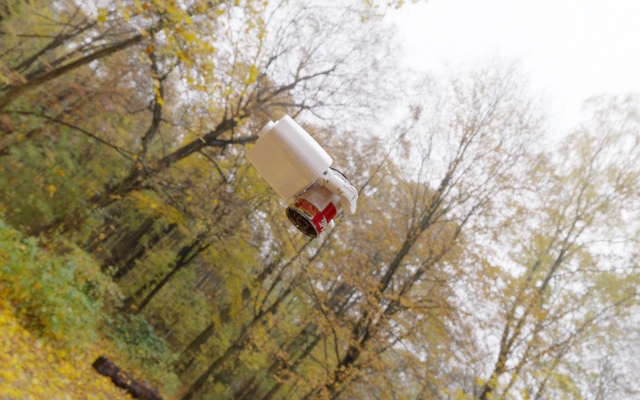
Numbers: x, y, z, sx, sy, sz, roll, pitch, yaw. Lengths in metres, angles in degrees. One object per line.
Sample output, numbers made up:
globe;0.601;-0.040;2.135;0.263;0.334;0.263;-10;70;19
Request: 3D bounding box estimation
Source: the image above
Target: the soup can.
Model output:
soup can;0.001;0.003;0.788;0.102;0.068;0.068;-47;23;-23
